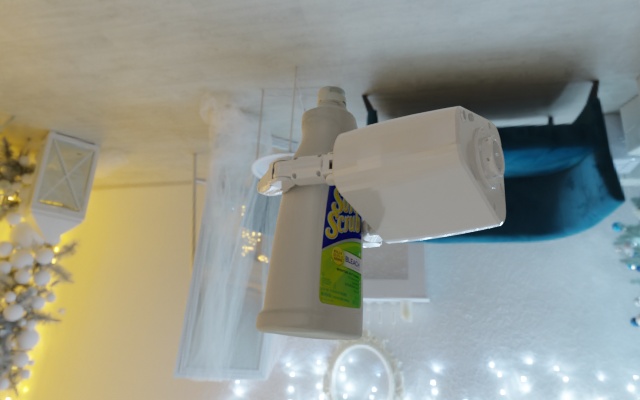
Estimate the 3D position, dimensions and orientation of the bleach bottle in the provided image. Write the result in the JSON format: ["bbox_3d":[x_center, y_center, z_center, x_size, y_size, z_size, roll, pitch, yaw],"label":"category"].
[{"bbox_3d":[0.000,0.002,0.461,0.068,0.250,0.102,-11,-23,36],"label":"bleach bottle"}]
